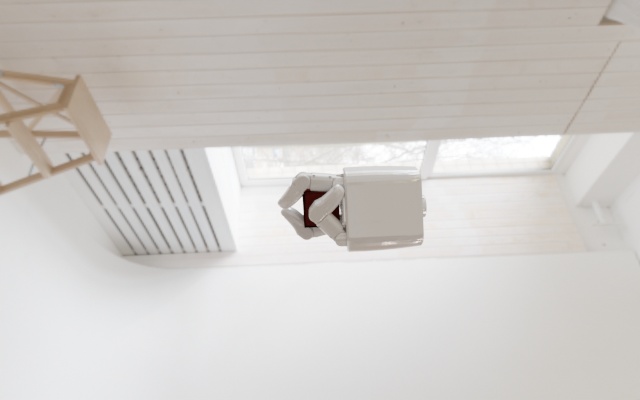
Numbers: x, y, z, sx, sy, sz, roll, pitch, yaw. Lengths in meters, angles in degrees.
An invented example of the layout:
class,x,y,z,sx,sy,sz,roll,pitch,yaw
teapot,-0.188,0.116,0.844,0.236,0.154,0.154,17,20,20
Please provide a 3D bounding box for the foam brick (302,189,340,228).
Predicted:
class,x,y,z,sx,sy,sz,roll,pitch,yaw
foam brick,0.000,0.002,0.697,0.051,0.053,0.078,-3,19,-1
